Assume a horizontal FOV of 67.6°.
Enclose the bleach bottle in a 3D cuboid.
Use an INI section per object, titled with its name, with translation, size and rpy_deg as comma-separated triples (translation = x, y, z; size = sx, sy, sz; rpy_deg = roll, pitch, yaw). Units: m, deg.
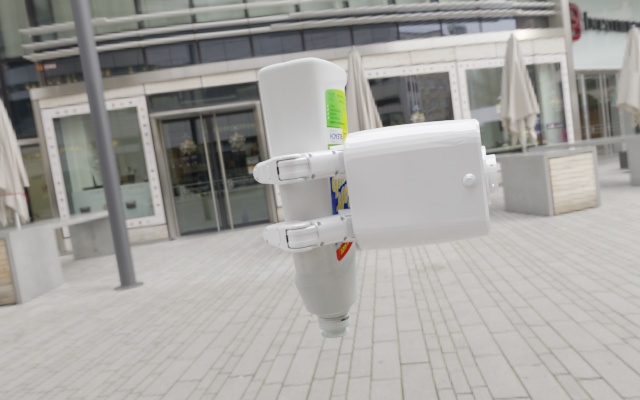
[bleach bottle]
translation = 0.000, 0.001, 0.454
size = 0.068, 0.251, 0.102
rpy_deg = -6, 5, 20
